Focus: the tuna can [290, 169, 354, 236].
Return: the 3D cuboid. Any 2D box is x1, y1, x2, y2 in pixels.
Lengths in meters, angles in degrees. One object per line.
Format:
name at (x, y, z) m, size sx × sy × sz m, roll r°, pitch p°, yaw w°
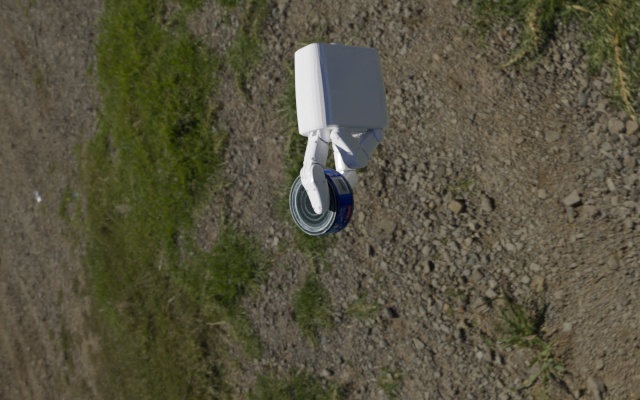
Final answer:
tuna can at (0.000, 0.002, 0.617) m, size 0.086 × 0.086 × 0.034 m, roll 0°, pitch 5°, yaw 43°
